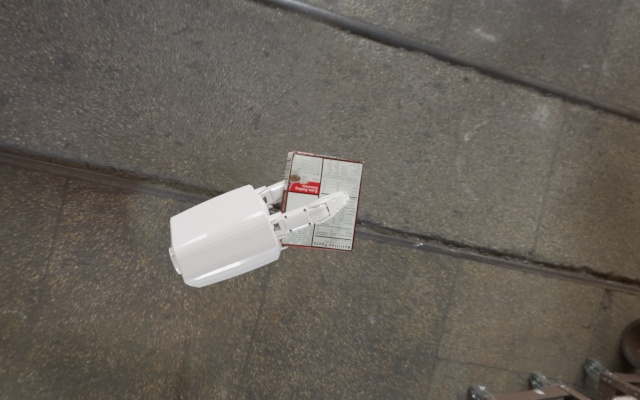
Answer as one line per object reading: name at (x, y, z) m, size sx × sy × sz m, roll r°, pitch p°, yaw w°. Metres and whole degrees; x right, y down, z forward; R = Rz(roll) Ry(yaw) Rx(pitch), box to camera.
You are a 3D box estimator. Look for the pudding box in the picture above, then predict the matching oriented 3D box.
pudding box at (0.000, 0.002, 0.575) m, size 0.090 × 0.113 × 0.039 m, roll 7°, pitch 4°, yaw -11°
